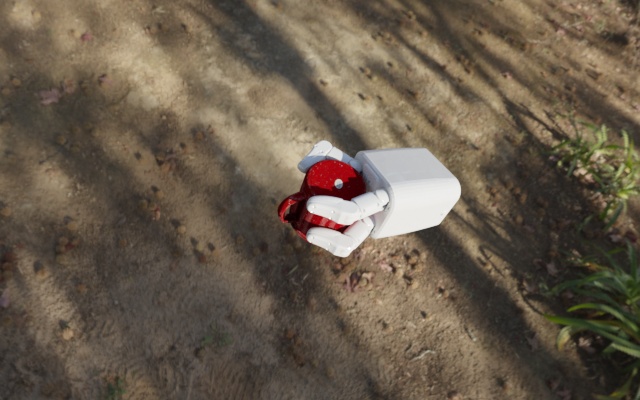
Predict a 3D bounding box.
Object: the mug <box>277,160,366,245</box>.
[{"bbox_3d":[-0.001,0.002,0.624,0.117,0.093,0.082,-8,-33,-22],"label":"mug"}]
